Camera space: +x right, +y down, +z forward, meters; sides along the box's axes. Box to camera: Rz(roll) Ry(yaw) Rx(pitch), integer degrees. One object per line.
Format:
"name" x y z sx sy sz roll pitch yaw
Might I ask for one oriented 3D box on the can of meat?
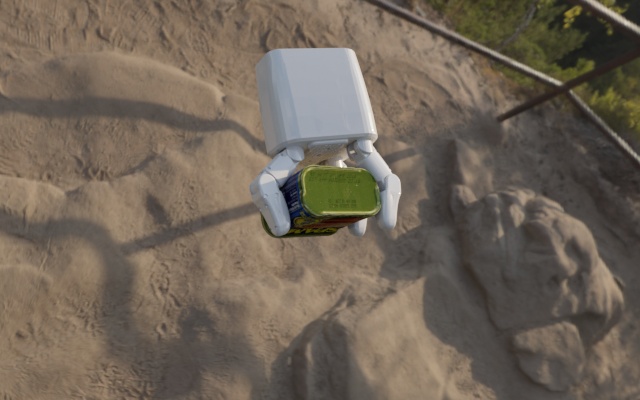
"can of meat" 0.000 0.002 0.502 0.102 0.057 0.084 0 -17 -34
